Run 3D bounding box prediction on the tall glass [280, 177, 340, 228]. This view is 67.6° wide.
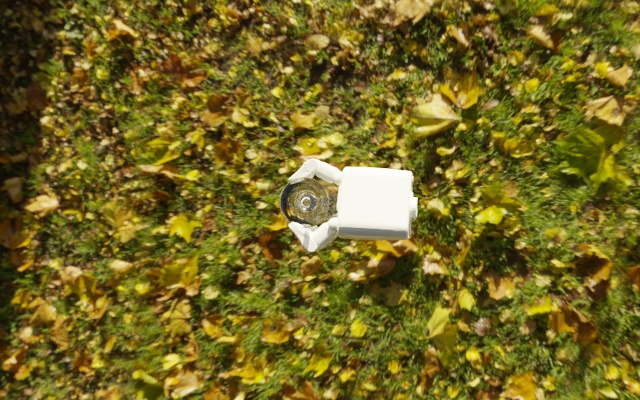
[{"bbox_3d":[0.000,0.003,0.786,0.079,0.079,0.201,0,0,14],"label":"tall glass"}]
